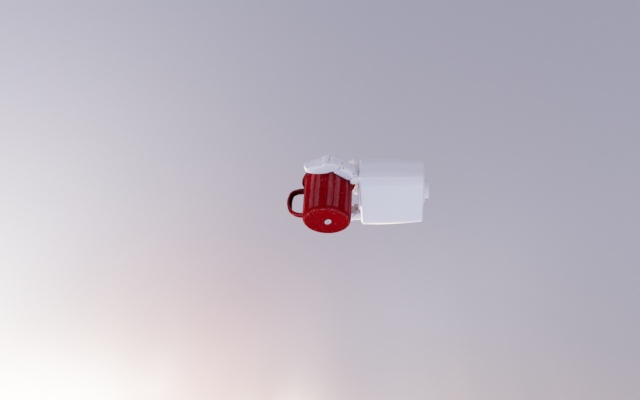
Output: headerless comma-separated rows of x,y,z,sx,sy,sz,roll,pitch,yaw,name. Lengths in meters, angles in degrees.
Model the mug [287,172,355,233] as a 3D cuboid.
-0.001,0.003,0.811,0.117,0.081,0.093,-2,-35,8,mug
